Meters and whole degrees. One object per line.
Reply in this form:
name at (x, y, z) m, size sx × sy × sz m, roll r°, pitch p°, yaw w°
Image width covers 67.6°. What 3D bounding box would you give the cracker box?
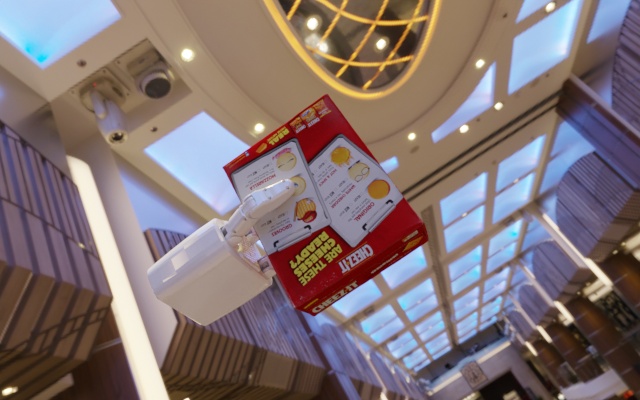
cracker box at (0.000, 0.002, 0.571) m, size 0.164 × 0.213 × 0.072 m, roll -34°, pitch -29°, yaw 4°
